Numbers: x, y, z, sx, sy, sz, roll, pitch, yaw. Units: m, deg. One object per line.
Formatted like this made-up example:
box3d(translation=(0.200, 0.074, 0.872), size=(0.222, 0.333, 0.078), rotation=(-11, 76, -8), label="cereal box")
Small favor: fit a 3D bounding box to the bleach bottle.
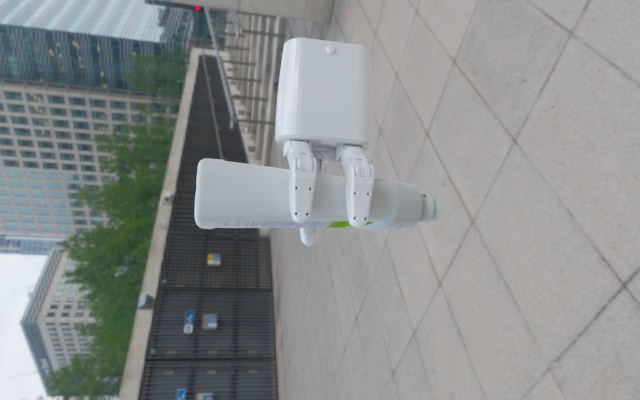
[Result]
box3d(translation=(0.000, 0.002, 0.502), size=(0.251, 0.068, 0.102), rotation=(4, -6, -11), label="bleach bottle")
